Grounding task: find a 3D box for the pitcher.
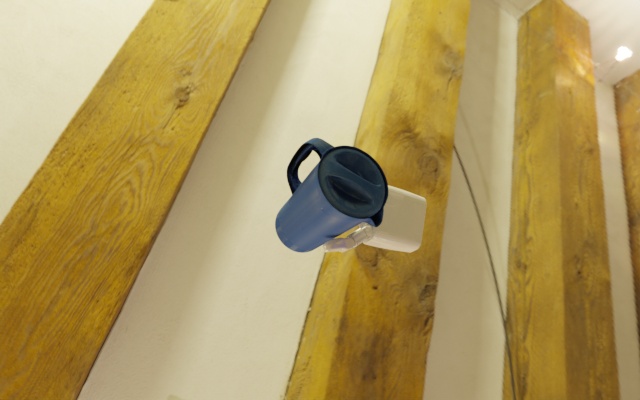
[{"bbox_3d":[0.000,0.003,0.875,0.145,0.149,0.243,13,-28,-23],"label":"pitcher"}]
